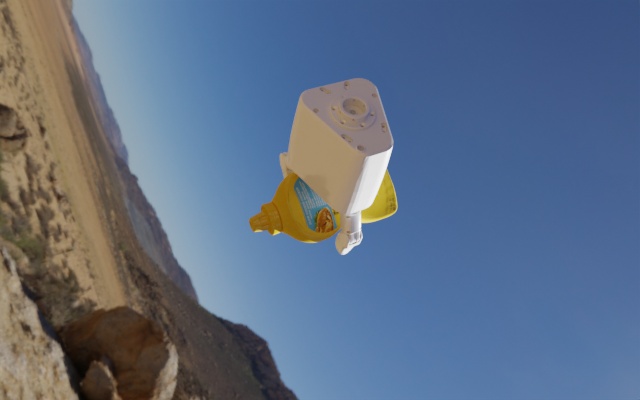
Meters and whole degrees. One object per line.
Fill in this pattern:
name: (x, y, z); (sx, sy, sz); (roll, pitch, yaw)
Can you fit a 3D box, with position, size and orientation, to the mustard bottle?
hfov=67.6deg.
mustard bottle: (0.000, 0.002, 0.620); (0.191, 0.096, 0.058); (-19, -4, -21)
